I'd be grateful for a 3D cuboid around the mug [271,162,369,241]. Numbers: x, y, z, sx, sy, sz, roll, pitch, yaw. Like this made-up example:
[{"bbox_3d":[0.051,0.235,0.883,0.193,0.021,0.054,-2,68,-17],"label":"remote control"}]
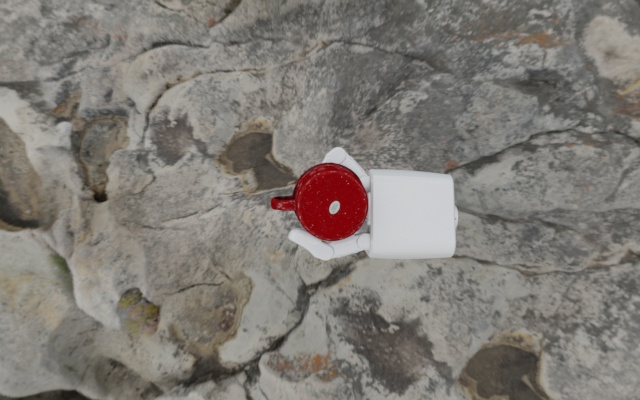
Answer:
[{"bbox_3d":[-0.001,0.002,0.561,0.117,0.093,0.081,1,5,-2],"label":"mug"}]
